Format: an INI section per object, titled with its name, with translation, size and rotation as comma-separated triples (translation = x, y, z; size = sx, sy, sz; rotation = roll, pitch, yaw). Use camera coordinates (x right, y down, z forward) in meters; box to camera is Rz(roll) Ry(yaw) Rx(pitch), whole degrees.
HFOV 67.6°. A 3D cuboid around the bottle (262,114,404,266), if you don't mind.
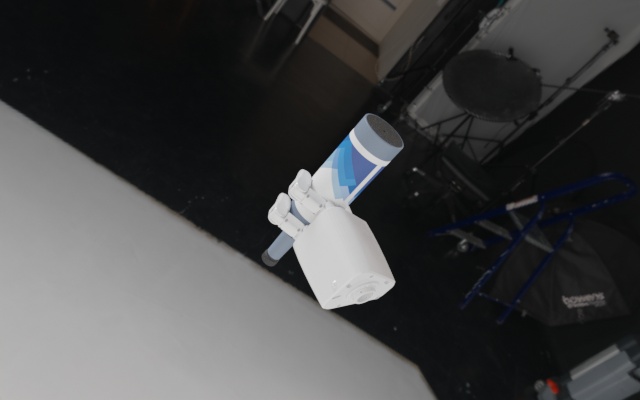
[bottle]
translation = 0.000, 0.002, 0.706
size = 0.069, 0.069, 0.296
rotation = 0, -40, -49
